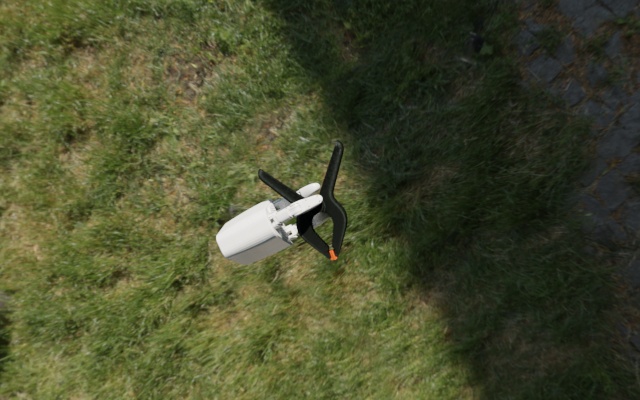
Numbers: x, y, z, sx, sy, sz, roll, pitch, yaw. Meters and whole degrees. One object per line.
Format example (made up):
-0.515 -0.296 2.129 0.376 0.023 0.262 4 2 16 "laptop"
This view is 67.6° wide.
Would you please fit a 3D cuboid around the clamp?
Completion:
0.000 0.003 0.865 0.164 0.210 0.036 -27 -4 7 "clamp"
